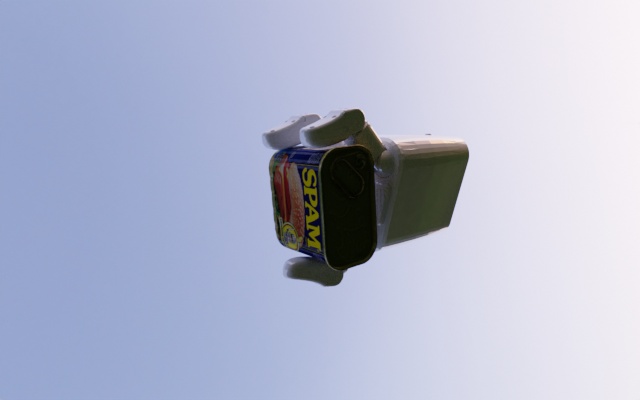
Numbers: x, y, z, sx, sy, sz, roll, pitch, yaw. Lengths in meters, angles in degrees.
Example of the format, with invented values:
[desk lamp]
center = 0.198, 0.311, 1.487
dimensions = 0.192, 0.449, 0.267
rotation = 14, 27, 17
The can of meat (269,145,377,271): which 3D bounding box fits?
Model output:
[can of meat]
center = 0.000, 0.001, 0.423
dimensions = 0.057, 0.102, 0.084
rotation = -12, 14, -35
